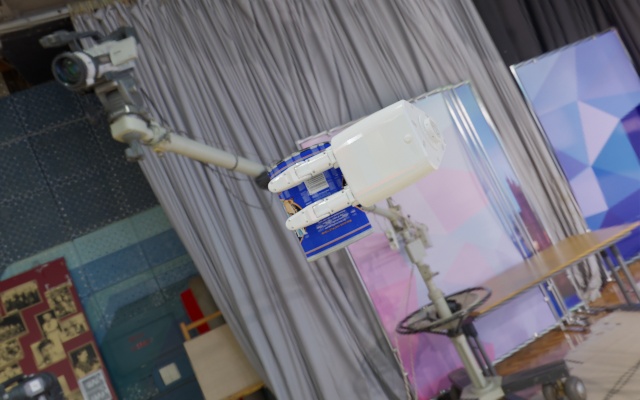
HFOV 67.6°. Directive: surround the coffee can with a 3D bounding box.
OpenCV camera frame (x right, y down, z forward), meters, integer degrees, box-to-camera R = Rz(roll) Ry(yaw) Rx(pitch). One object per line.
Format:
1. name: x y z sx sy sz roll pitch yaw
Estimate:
1. coffee can: 0.000 0.002 0.672 0.103 0.140 0.103 -25 -4 -2
